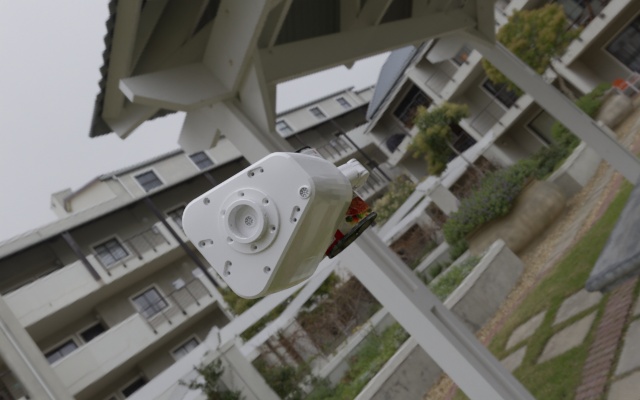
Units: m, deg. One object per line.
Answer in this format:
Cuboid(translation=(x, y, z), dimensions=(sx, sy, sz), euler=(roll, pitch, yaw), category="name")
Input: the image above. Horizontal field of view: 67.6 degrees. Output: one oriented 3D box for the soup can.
Cuboid(translation=(0.000, 0.001, 0.501), dimensions=(0.068, 0.102, 0.068), euler=(-41, -12, -11), category="soup can")
